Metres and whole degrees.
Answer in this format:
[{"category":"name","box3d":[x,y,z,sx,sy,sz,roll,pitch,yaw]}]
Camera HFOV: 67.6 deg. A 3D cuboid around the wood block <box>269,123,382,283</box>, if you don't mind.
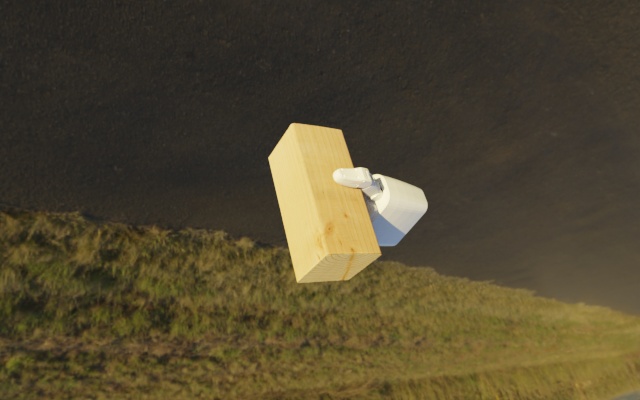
[{"category":"wood block","box3d":[0.001,0.002,0.682,0.090,0.206,0.091,3,-32,-32]}]
